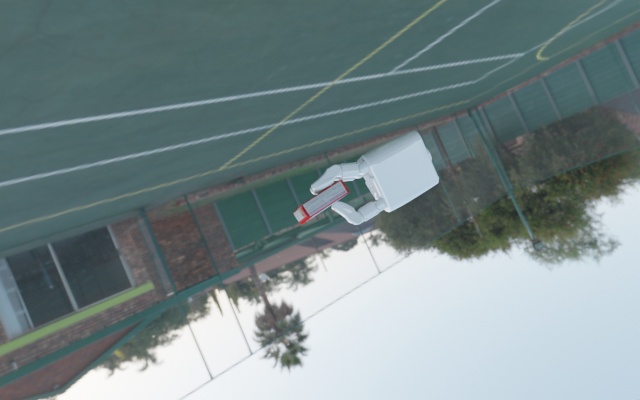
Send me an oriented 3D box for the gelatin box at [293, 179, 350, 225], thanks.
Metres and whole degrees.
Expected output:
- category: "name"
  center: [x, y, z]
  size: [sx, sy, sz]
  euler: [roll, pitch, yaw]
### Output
- category: "gelatin box"
  center: [0.000, 0.003, 0.839]
  size: [0.089, 0.030, 0.073]
  euler: [-34, -1, -18]
